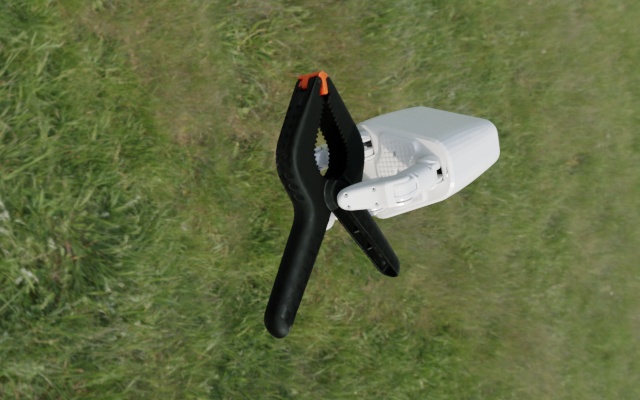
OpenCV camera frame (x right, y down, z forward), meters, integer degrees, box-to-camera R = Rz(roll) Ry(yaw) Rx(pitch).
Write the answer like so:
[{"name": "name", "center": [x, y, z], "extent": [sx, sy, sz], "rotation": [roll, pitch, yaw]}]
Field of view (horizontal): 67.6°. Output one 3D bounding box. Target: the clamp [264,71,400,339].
[{"name": "clamp", "center": [0.001, 0.001, 0.404], "extent": [0.036, 0.210, 0.164], "rotation": [2, 20, 44]}]
